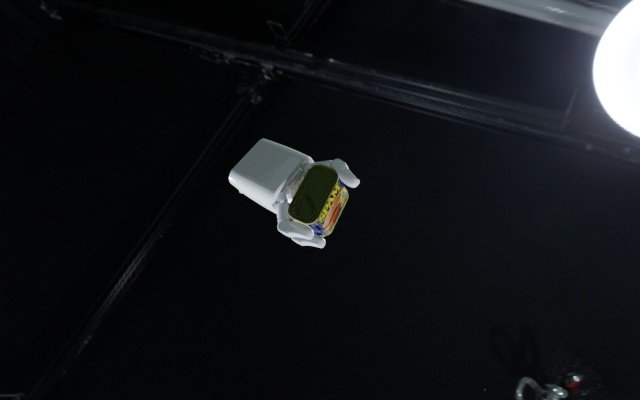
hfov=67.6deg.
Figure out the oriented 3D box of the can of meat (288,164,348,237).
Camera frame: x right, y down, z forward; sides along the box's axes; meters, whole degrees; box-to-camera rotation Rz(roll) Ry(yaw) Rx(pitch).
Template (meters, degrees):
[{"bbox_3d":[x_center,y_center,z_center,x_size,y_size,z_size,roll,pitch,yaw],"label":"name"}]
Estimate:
[{"bbox_3d":[0.000,0.003,0.800,0.057,0.102,0.084,22,-12,25],"label":"can of meat"}]
